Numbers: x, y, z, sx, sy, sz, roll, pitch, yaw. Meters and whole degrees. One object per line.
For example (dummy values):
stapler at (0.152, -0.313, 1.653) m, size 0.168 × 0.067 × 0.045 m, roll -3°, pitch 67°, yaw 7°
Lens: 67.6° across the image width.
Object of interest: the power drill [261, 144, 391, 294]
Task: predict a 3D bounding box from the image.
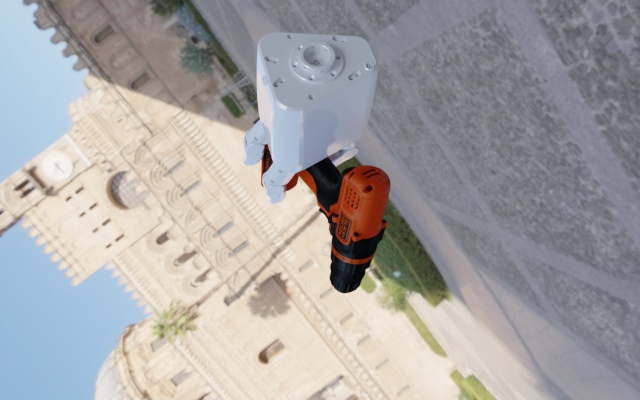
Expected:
power drill at (0.000, 0.001, 0.579) m, size 0.057 × 0.185 × 0.187 m, roll -23°, pitch 50°, yaw -34°
